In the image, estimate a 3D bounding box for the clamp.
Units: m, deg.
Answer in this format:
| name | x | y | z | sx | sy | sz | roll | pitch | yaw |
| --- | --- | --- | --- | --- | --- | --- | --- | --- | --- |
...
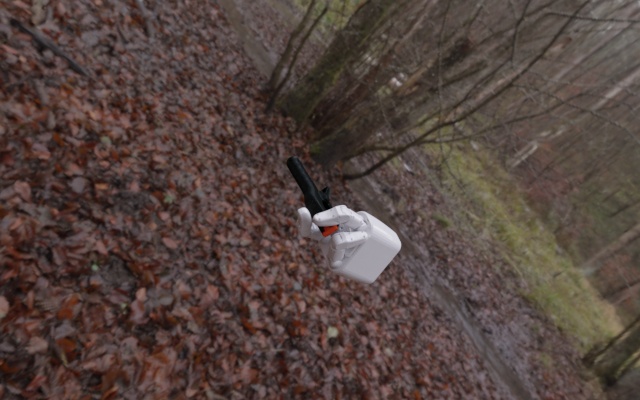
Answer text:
| name | x | y | z | sx | sy | sz | roll | pitch | yaw |
| --- | --- | --- | --- | --- | --- | --- | --- | --- | --- |
| clamp | 0.001 | 0.002 | 0.856 | 0.039 | 0.171 | 0.120 | -39 | -41 | 20 |
